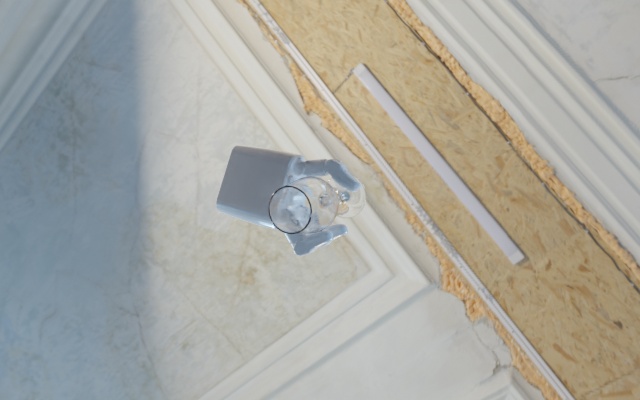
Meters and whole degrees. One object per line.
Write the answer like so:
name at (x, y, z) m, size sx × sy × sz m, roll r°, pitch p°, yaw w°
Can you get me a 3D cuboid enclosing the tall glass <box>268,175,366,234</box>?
tall glass at (0.001, 0.002, 0.691) m, size 0.079 × 0.079 × 0.201 m, roll 0°, pitch 6°, yaw 23°
